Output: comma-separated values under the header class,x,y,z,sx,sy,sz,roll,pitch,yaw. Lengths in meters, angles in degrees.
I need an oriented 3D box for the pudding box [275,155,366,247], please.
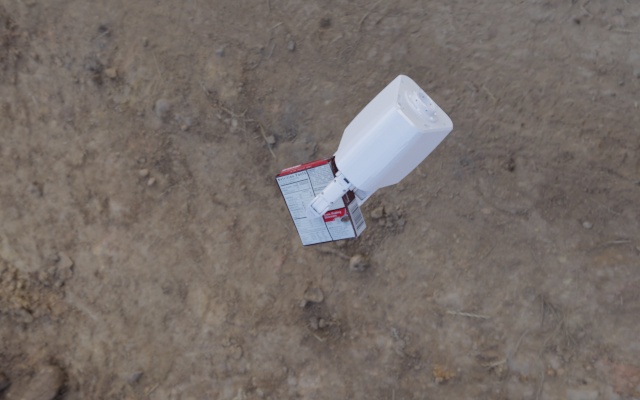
class,x,y,z,sx,sy,sz,roll,pitch,yaw
pudding box,0.000,0.002,0.650,0.090,0.113,0.039,-12,16,30
